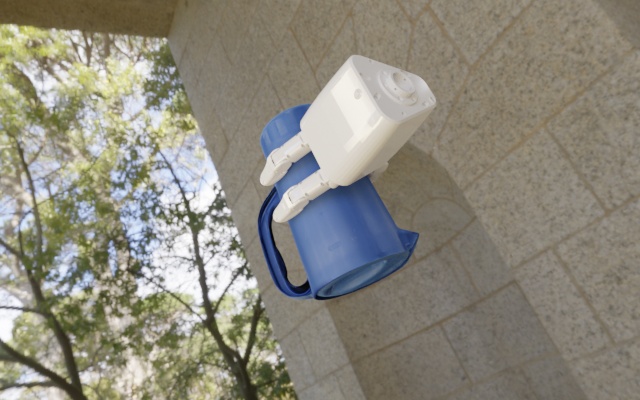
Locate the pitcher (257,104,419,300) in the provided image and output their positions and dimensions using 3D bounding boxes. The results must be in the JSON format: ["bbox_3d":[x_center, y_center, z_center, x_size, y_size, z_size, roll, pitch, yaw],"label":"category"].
[{"bbox_3d":[0.000,0.002,0.625,0.149,0.242,0.145,-7,-28,-37],"label":"pitcher"}]
